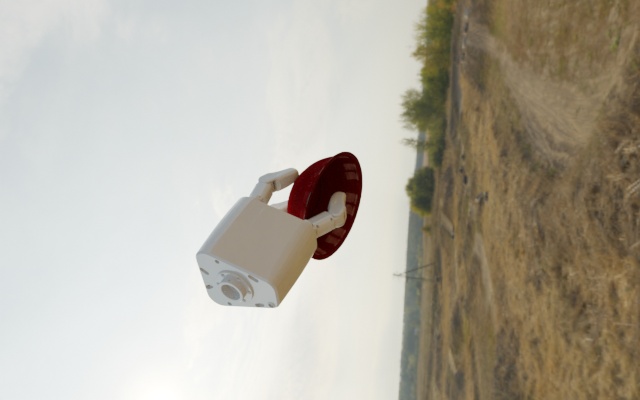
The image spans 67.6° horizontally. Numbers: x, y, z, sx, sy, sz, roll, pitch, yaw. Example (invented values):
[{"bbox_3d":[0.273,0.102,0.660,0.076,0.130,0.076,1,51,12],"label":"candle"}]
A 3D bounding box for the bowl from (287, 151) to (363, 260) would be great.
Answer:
[{"bbox_3d":[0.000,0.002,0.695,0.055,0.162,0.162,18,9,29],"label":"bowl"}]
